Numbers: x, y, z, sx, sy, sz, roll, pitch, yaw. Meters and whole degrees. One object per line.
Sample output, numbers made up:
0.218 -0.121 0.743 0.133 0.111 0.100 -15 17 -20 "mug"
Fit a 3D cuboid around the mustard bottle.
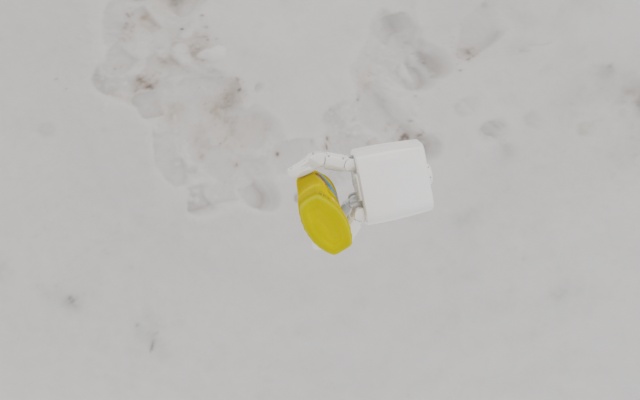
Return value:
0.000 0.003 0.733 0.058 0.096 0.191 -34 20 7 "mustard bottle"
